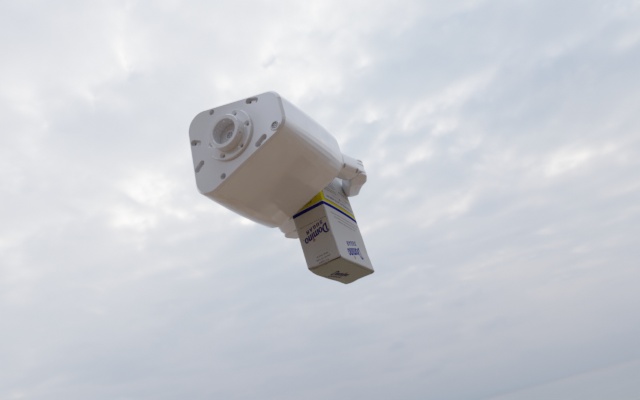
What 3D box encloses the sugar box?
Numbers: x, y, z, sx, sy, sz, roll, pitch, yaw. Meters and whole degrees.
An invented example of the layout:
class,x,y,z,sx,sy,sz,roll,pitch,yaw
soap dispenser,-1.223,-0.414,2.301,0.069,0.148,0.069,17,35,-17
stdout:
class,x,y,z,sx,sy,sz,roll,pitch,yaw
sugar box,0.000,0.002,0.541,0.048,0.176,0.093,-25,-28,20
